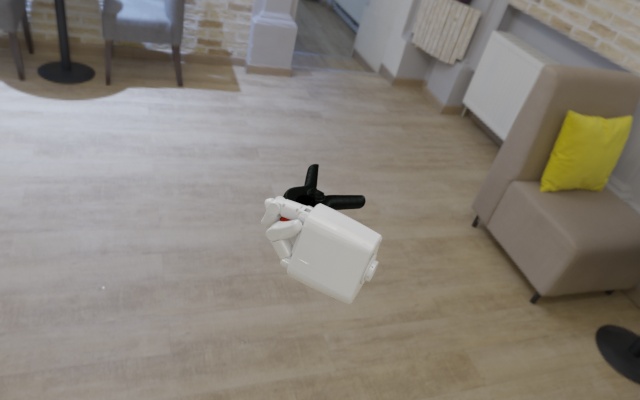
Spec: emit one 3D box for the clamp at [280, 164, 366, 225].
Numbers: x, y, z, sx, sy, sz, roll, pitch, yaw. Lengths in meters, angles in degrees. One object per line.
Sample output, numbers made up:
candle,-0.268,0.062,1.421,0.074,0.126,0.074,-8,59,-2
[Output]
clamp,0.000,0.002,0.786,0.120,0.039,0.171,26,38,14
